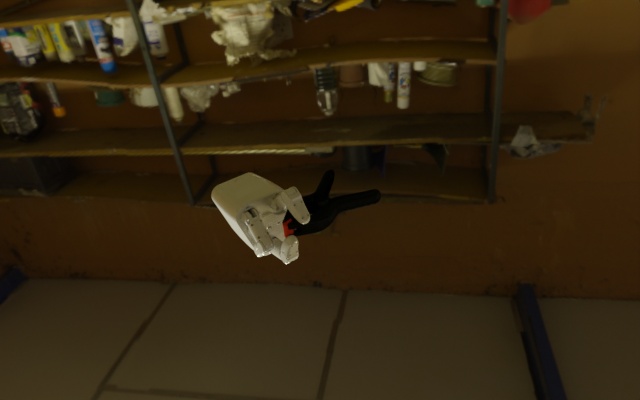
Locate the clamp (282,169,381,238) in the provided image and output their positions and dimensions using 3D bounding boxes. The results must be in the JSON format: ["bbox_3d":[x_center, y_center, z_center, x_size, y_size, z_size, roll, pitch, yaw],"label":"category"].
[{"bbox_3d":[0.000,0.003,0.784,0.171,0.039,0.120,-25,34,-26],"label":"clamp"}]
